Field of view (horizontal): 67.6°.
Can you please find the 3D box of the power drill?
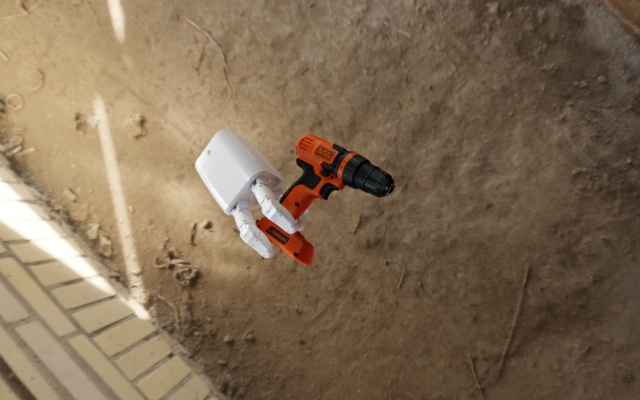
[{"bbox_3d":[0.000,0.003,0.737,0.184,0.187,0.057,30,-6,34],"label":"power drill"}]
